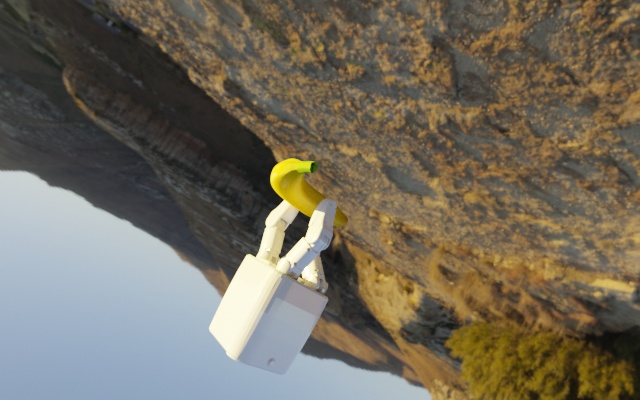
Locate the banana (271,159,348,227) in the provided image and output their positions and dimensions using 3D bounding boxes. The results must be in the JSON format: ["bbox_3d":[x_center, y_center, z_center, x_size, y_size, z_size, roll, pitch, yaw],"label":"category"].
[{"bbox_3d":[-0.017,-0.006,0.583,0.069,0.037,0.198,24,-10,20],"label":"banana"}]
